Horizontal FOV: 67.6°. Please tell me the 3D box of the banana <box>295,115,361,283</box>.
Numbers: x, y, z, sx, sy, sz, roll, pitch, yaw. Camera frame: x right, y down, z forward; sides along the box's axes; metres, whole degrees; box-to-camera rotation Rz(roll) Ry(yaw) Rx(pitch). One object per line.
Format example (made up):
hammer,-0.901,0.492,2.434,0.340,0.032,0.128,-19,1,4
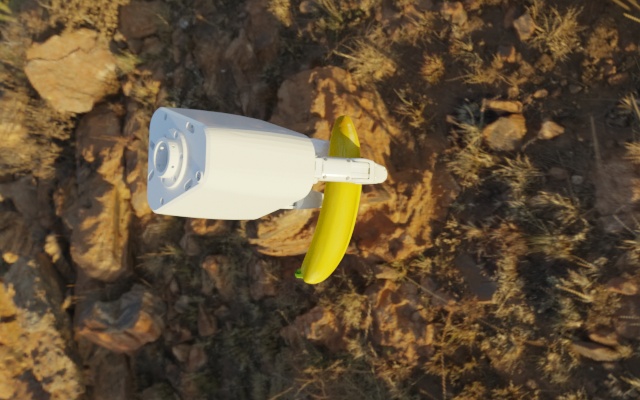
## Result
banana,0.010,0.013,0.500,0.037,0.198,0.069,2,24,-39
